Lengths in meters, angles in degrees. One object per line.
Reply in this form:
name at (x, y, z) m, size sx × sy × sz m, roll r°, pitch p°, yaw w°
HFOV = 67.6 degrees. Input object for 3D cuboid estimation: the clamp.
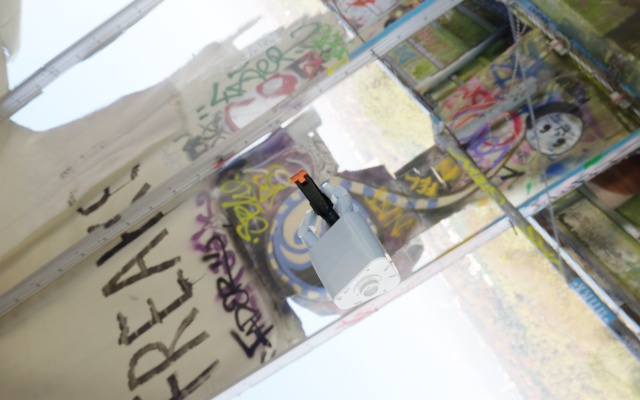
clamp at (-0.001, 0.003, 0.869) m, size 0.036 × 0.164 × 0.210 m, roll -36°, pitch -45°, yaw 3°
